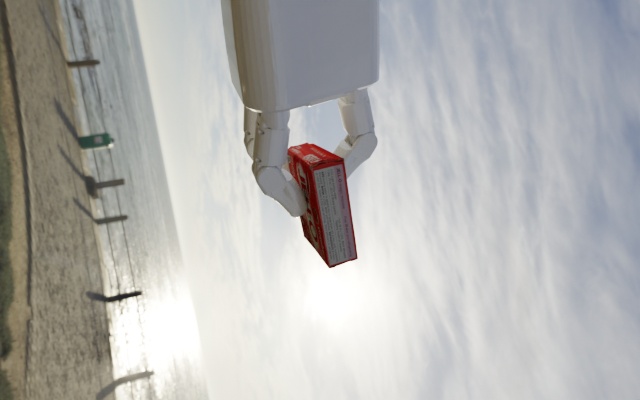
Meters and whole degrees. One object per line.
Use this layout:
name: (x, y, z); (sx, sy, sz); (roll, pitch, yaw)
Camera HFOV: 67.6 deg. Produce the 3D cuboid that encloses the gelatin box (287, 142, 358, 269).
gelatin box: (0.001, 0.002, 0.402); (0.030, 0.089, 0.073); (-16, 21, -14)
